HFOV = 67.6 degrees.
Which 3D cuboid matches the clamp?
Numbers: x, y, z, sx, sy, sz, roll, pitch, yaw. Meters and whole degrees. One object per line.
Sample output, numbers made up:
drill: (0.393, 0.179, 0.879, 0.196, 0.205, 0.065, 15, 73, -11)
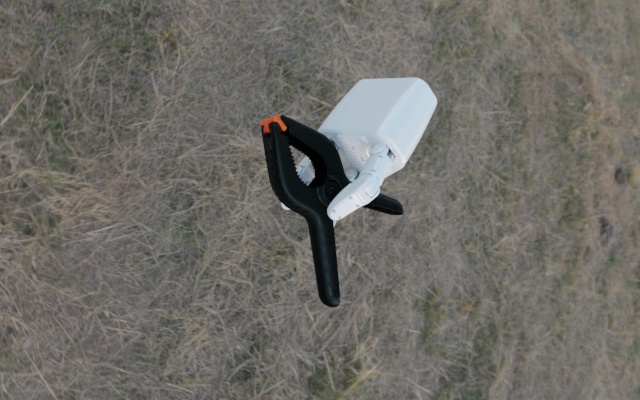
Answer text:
clamp: (0.000, 0.001, 0.524, 0.036, 0.164, 0.210, -9, -49, 50)
